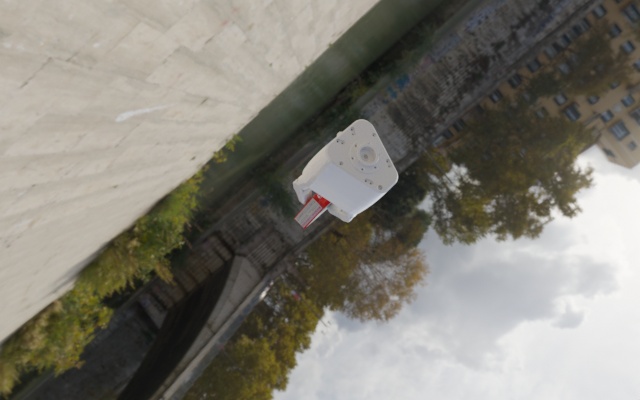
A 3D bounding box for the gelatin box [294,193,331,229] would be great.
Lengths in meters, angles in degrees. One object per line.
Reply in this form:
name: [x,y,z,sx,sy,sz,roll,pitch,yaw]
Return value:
gelatin box: [0.000,0.003,0.836,0.073,0.030,0.089,-42,-5,-38]
